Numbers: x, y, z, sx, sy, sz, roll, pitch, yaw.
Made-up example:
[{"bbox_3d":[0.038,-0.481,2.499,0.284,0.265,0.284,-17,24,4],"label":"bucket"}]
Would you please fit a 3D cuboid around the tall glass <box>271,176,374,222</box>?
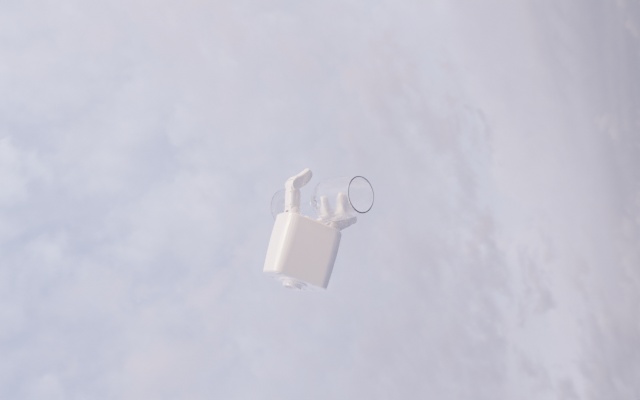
[{"bbox_3d":[0.000,0.003,0.847,0.079,0.079,0.201,0,-8,-42],"label":"tall glass"}]
